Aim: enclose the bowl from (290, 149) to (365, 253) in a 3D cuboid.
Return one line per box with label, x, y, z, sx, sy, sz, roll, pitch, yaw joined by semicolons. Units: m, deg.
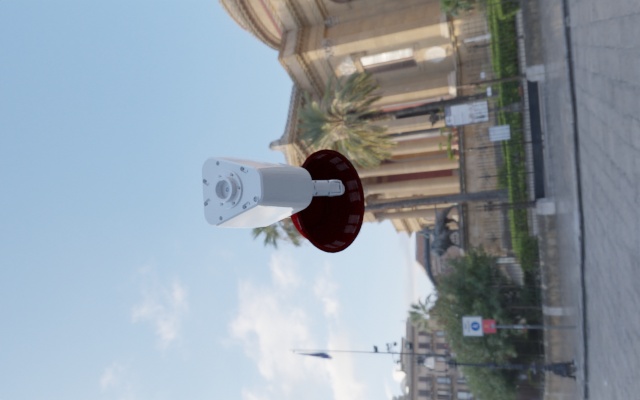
bowl;0.001;0.003;0.757;0.055;0.162;0.162;-6;-4;44
